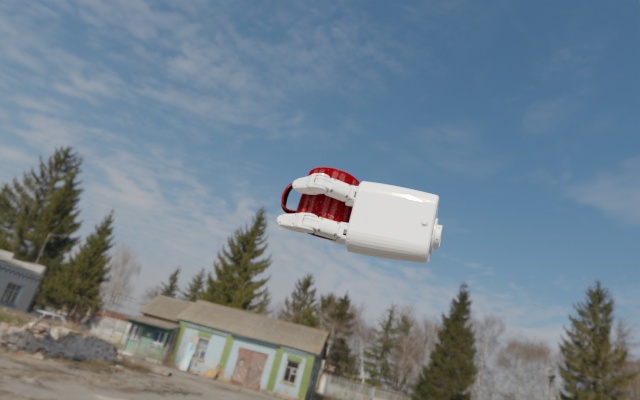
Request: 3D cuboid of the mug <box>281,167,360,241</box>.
[{"bbox_3d":[-0.001,0.002,0.697,0.117,0.081,0.093,10,-20,16],"label":"mug"}]
